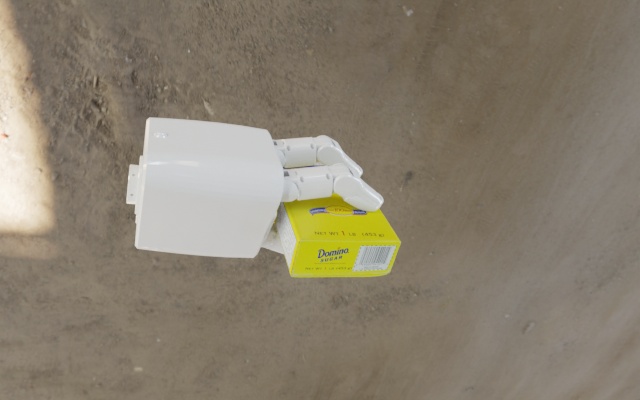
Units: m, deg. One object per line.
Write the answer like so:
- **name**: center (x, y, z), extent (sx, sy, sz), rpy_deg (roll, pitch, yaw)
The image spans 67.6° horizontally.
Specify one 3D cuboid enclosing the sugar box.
- **sugar box**: center (0.000, 0.001, 0.465), extent (0.093, 0.048, 0.176), rpy_deg (3, 34, -20)
